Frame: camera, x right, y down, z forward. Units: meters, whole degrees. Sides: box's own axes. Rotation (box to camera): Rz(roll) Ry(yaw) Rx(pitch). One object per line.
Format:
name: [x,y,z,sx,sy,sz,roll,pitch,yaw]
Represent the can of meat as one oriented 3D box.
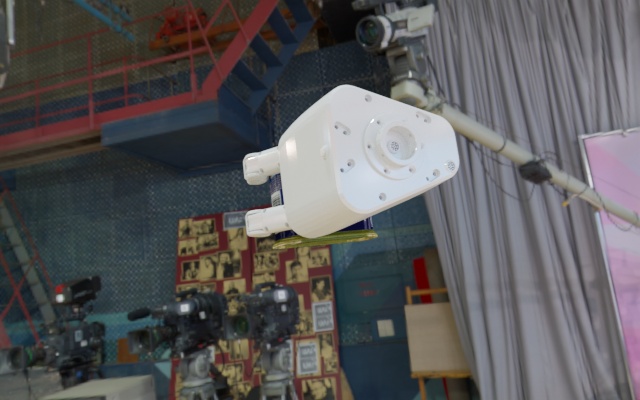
can of meat: [0.000,0.001,0.480,0.102,0.084,0.057,-4,-9,-19]
